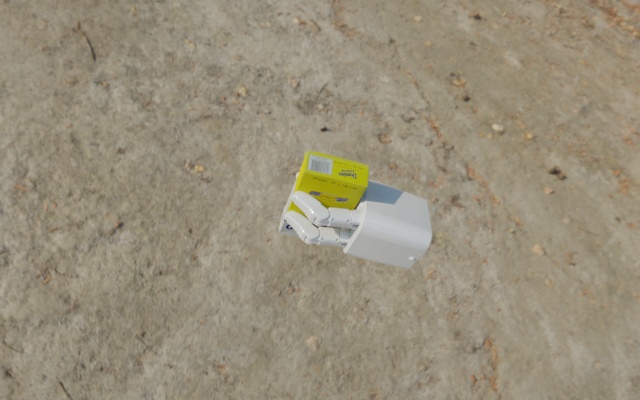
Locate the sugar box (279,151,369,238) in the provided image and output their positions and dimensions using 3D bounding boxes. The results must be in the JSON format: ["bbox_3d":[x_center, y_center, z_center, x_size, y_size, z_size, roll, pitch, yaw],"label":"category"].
[{"bbox_3d":[0.000,0.003,0.719,0.093,0.048,0.176,14,-37,-8],"label":"sugar box"}]
